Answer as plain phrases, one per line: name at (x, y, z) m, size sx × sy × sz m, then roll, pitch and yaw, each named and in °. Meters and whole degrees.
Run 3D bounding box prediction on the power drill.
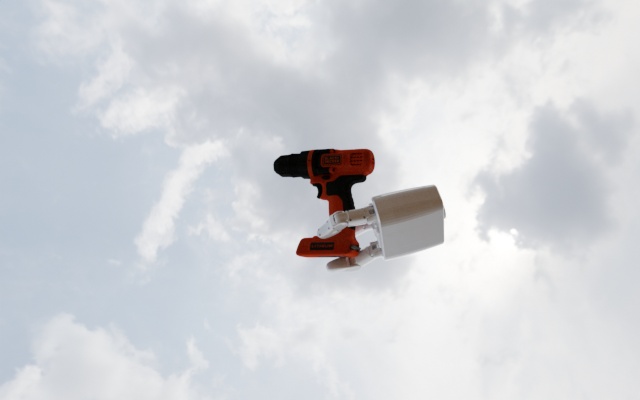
power drill at (0.000, 0.003, 0.815) m, size 0.184 × 0.187 × 0.057 m, roll -2°, pitch -10°, yaw 22°
